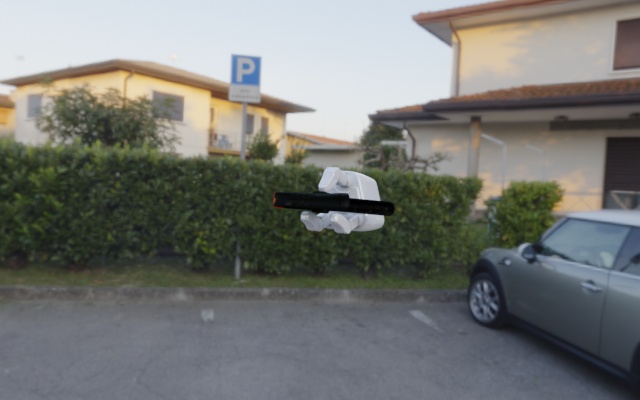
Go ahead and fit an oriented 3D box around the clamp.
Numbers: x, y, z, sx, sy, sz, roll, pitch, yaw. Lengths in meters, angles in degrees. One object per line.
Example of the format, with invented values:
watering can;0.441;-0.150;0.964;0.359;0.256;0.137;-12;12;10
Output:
clamp;0.000;0.002;0.797;0.210;0.036;0.164;4;-4;27
